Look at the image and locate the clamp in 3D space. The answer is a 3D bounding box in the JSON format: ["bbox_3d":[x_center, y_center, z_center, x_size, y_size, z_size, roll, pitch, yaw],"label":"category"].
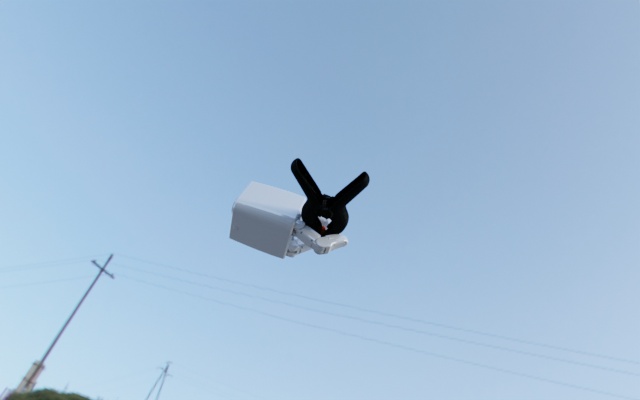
[{"bbox_3d":[0.000,0.002,0.766,0.120,0.172,0.039,22,43,4],"label":"clamp"}]
